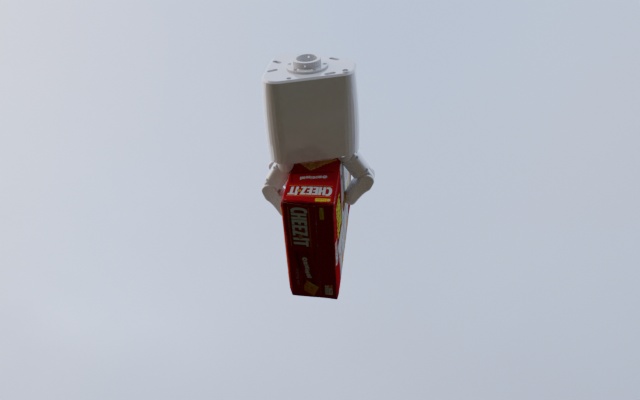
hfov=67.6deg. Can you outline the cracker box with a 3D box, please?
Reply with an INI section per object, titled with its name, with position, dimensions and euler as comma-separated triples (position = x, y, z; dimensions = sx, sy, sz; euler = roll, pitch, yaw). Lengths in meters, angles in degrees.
[cracker box]
position = 0.000, 0.002, 0.668
dimensions = 0.072, 0.164, 0.213
euler = 2, 37, 8
